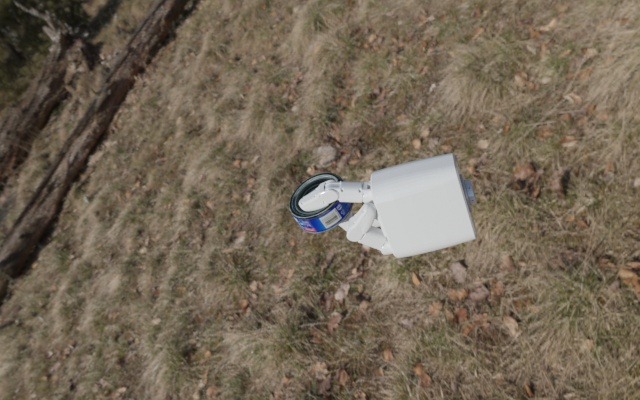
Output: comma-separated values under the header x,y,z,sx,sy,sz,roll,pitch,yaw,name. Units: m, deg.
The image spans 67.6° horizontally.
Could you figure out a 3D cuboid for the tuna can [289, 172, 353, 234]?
x,y,z,sx,sy,sz,roll,pitch,yaw,name
0.000,0.002,0.660,0.086,0.086,0.034,0,-40,36,tuna can
